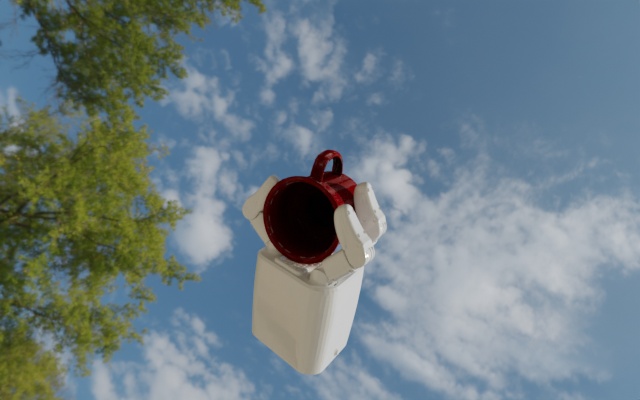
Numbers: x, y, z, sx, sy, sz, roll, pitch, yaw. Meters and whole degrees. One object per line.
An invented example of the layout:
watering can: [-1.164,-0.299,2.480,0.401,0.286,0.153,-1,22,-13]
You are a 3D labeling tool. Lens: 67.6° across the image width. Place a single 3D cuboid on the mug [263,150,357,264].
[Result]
mug: [0.000,0.000,0.517,0.093,0.117,0.081,18,19,24]
